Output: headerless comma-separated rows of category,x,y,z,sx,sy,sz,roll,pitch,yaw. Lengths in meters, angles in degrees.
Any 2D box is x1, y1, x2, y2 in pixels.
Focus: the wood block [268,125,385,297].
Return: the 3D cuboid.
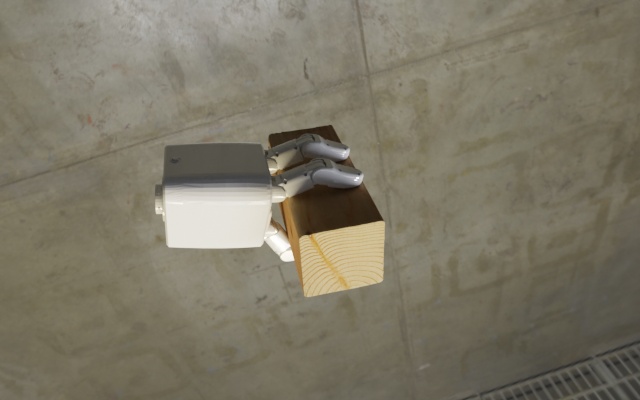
wood block,0.000,0.002,0.568,0.090,0.091,0.206,-10,38,-9
